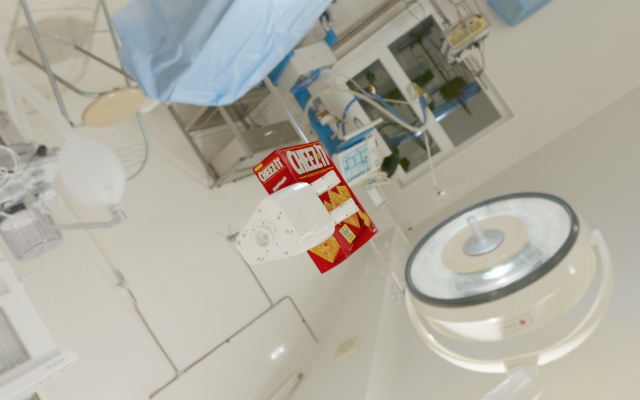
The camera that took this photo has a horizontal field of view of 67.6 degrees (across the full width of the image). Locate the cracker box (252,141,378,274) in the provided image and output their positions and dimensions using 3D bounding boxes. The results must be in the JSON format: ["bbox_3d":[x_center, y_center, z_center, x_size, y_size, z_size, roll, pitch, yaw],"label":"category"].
[{"bbox_3d":[0.000,0.003,0.850,0.072,0.213,0.164,-35,-5,28],"label":"cracker box"}]
